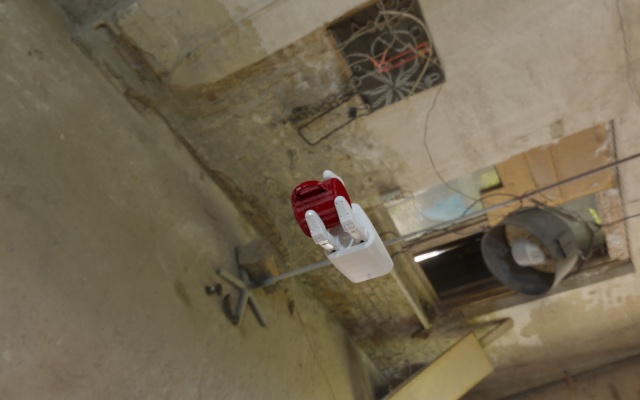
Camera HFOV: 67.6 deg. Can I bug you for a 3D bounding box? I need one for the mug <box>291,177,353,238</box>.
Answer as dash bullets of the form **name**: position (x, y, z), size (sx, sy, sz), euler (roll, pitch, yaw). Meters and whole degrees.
- **mug**: position (0.000, 0.002, 0.834), size (0.081, 0.093, 0.117), euler (-21, -44, 18)
